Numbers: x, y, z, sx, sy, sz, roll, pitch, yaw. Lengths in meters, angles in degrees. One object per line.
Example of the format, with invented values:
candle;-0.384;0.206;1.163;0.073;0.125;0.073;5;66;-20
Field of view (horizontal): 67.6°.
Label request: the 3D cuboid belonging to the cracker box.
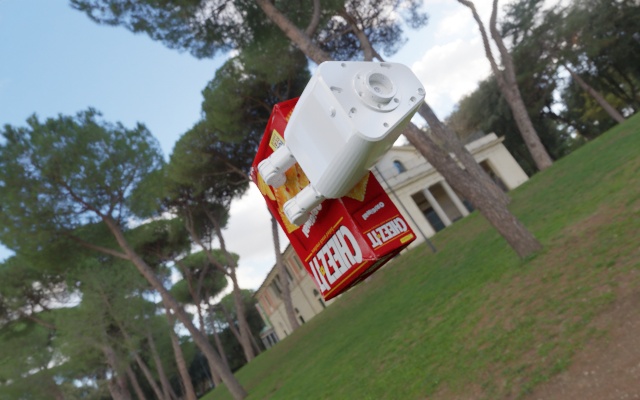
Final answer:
cracker box;0.000;0.002;0.599;0.072;0.213;0.164;-24;-16;-30
